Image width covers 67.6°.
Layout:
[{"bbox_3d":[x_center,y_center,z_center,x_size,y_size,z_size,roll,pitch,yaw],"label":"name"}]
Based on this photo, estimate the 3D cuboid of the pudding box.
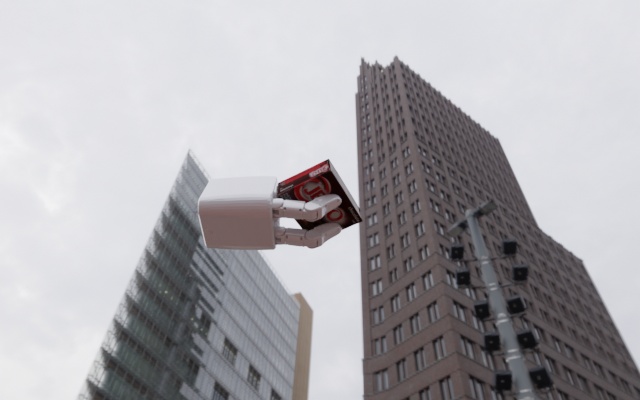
[{"bbox_3d":[0.000,0.002,0.728,0.090,0.113,0.039,-24,37,15],"label":"pudding box"}]
